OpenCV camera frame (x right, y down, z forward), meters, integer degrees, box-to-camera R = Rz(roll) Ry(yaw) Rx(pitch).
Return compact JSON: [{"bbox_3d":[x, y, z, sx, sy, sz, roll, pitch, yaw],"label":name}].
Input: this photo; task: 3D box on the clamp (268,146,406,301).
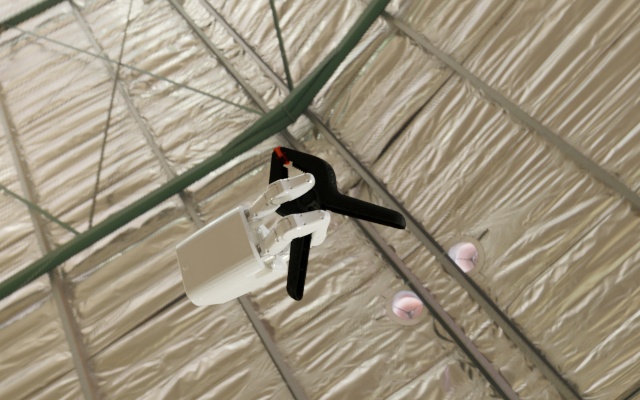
[{"bbox_3d":[0.000,0.002,0.612,0.164,0.210,0.036,-28,-32,5],"label":"clamp"}]
